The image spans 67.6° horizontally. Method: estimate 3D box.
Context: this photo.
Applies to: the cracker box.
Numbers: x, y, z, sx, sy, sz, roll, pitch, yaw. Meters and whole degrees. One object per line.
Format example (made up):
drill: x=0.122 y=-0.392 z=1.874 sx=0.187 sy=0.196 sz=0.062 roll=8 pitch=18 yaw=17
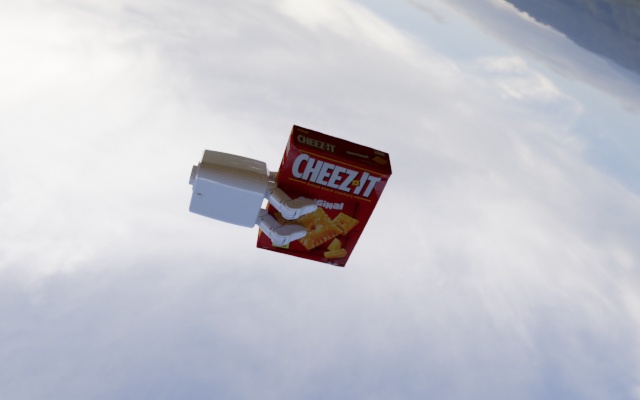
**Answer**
cracker box: x=0.000 y=0.003 z=0.787 sx=0.164 sy=0.214 sz=0.072 roll=15 pitch=35 yaw=-12
